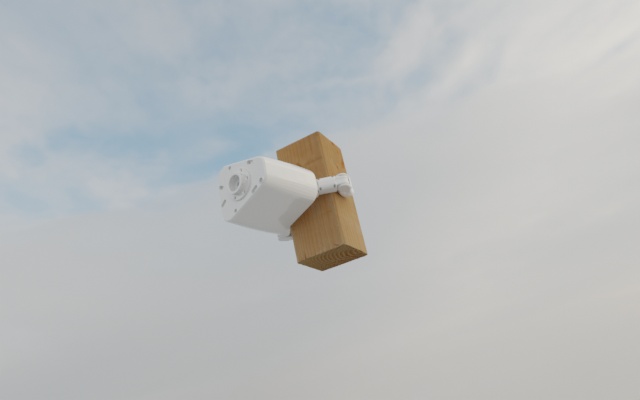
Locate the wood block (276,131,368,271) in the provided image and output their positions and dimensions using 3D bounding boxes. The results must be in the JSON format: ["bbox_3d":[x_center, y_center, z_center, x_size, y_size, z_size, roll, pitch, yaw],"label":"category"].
[{"bbox_3d":[0.000,0.002,0.805,0.091,0.206,0.090,-23,-26,22],"label":"wood block"}]
